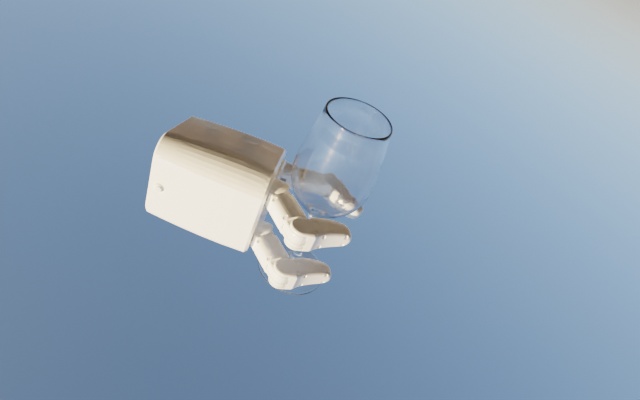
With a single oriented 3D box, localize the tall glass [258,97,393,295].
[{"bbox_3d":[0.000,0.002,0.463,0.079,0.201,0.079,15,38,-13],"label":"tall glass"}]
